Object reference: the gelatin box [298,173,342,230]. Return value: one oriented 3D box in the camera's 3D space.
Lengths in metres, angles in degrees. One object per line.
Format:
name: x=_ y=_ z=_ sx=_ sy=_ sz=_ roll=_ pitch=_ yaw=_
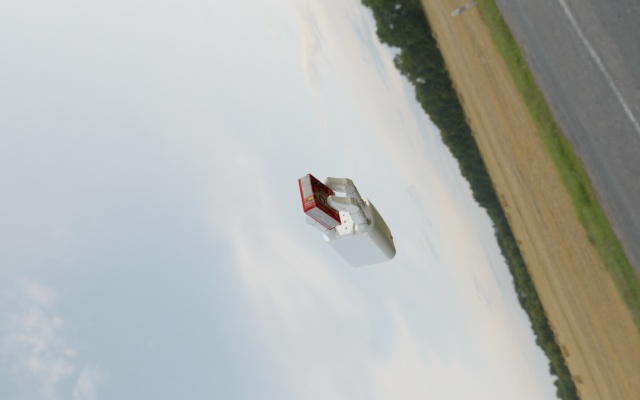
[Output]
gelatin box: x=0.000 y=0.003 z=0.858 sx=0.030 sy=0.073 sz=0.089 roll=-28 pitch=-38 yaw=23
